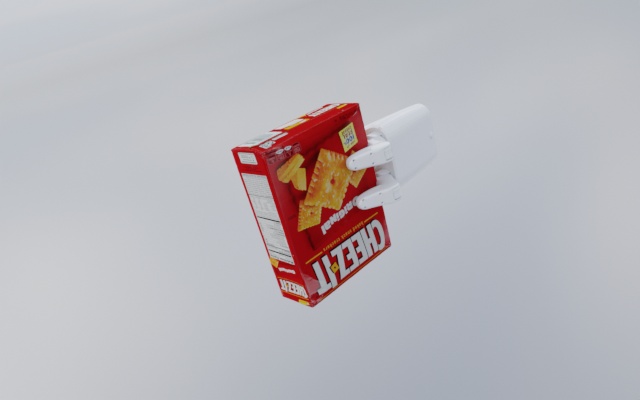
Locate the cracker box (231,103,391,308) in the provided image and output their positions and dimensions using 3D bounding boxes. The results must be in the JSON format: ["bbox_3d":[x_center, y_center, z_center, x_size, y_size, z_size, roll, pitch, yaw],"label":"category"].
[{"bbox_3d":[0.000,0.002,0.615,0.164,0.214,0.072,-32,26,-34],"label":"cracker box"}]
